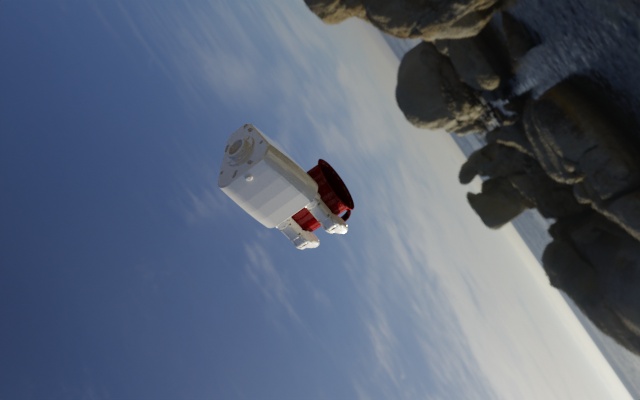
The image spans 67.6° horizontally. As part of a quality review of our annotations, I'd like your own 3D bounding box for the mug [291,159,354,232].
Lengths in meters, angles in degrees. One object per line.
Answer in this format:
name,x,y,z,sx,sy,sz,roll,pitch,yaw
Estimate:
mug,0.001,0.003,0.750,0.081,0.093,0.117,-34,-50,16
